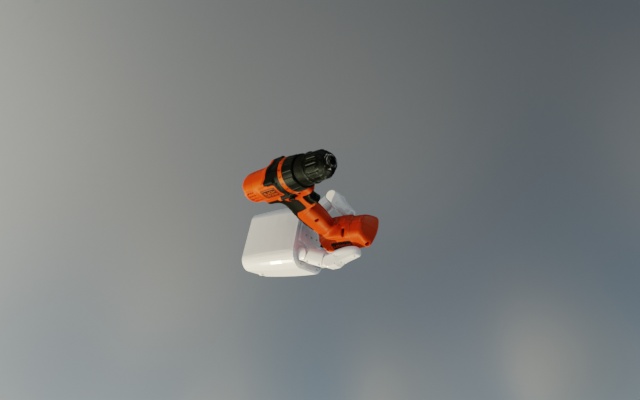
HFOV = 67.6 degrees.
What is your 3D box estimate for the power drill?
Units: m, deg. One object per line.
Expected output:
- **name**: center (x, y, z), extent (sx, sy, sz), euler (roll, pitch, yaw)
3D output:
- **power drill**: center (0.000, 0.003, 0.703), extent (0.188, 0.057, 0.184), euler (41, -33, -29)
